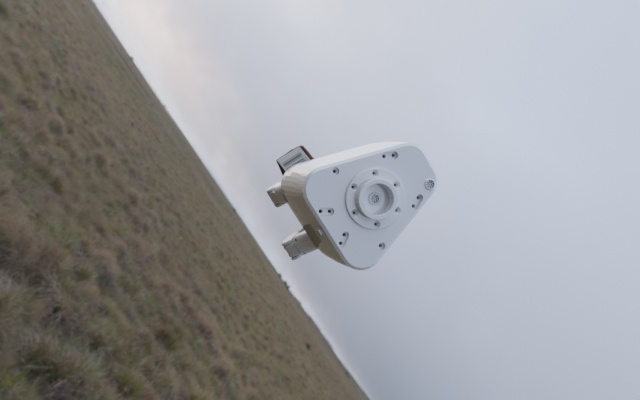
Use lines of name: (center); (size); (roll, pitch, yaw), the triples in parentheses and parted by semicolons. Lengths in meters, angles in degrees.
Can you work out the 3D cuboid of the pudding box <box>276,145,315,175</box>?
pudding box: (0.000, 0.002, 0.552); (0.039, 0.113, 0.090); (-33, -19, -7)
